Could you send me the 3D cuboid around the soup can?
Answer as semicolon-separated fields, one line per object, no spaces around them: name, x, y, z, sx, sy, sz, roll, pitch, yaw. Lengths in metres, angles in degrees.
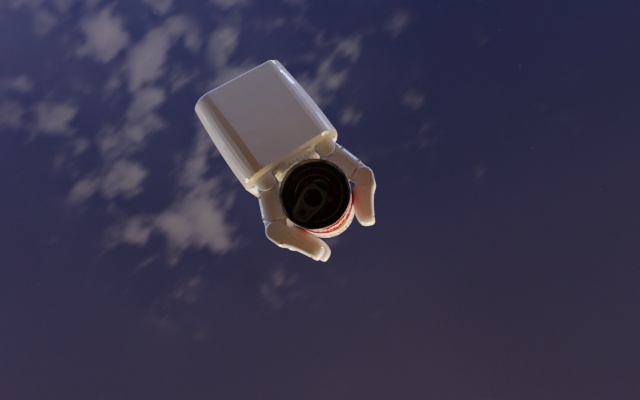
soup can;0.001;0.002;0.494;0.068;0.068;0.102;0;-9;7
